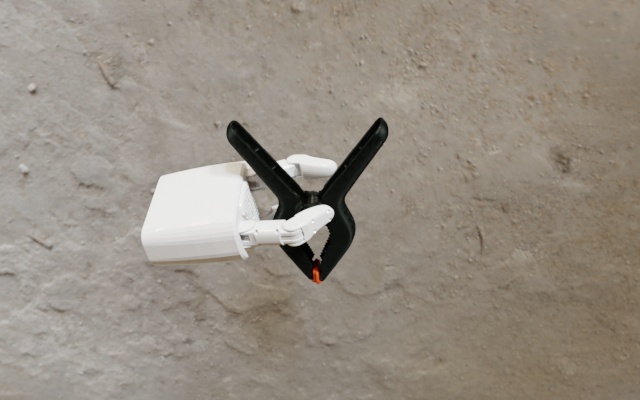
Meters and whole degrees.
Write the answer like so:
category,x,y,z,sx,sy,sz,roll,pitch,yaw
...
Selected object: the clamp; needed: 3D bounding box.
category,x,y,z,sx,sy,sz,roll,pitch,yaw
clamp,0.000,0.003,0.524,0.164,0.210,0.036,-6,30,11
